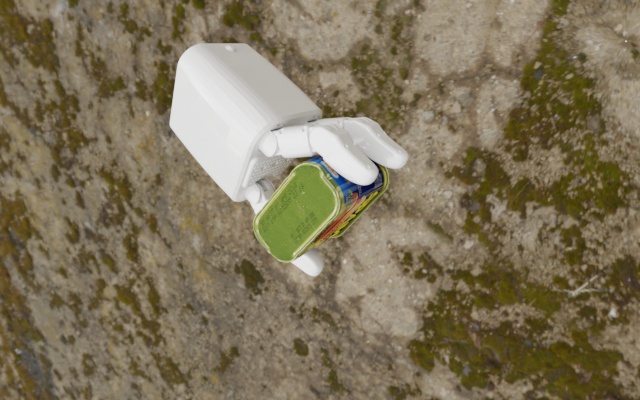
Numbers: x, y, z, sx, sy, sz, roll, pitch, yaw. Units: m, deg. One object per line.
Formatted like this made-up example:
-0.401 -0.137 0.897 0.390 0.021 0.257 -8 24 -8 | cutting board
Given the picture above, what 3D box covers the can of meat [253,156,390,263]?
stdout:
0.000 0.002 0.417 0.102 0.057 0.084 -48 -13 34 | can of meat
